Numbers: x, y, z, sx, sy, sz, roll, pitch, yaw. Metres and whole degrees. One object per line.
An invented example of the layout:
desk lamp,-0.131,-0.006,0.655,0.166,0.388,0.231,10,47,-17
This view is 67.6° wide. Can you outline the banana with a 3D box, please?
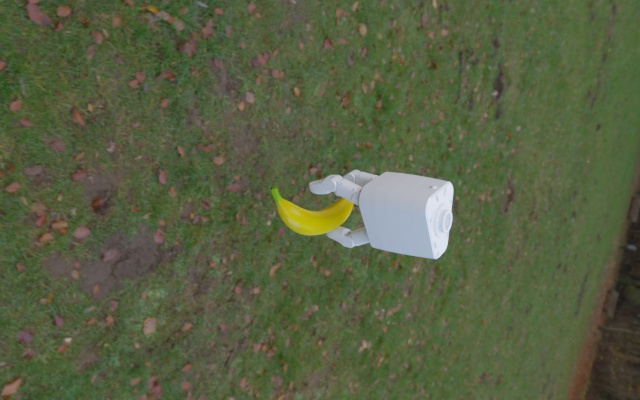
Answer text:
banana,-0.004,0.021,0.755,0.037,0.069,0.198,6,-1,37
